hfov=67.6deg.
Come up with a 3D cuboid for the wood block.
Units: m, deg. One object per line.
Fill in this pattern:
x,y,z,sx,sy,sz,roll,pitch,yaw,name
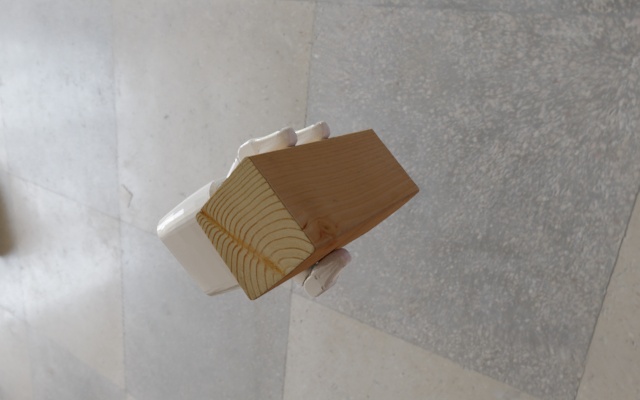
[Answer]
0.000,0.002,0.457,0.090,0.091,0.206,-42,-11,34,wood block
